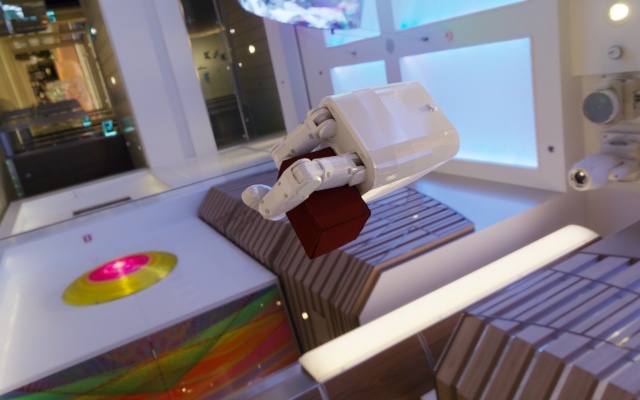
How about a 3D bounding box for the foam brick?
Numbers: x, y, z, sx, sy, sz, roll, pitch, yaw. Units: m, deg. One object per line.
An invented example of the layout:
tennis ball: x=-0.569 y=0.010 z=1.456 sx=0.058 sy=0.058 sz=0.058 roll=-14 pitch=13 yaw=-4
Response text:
foam brick: x=0.000 y=0.002 z=0.426 sx=0.051 sy=0.078 sz=0.053 roll=-18 pitch=-26 yaw=-25
